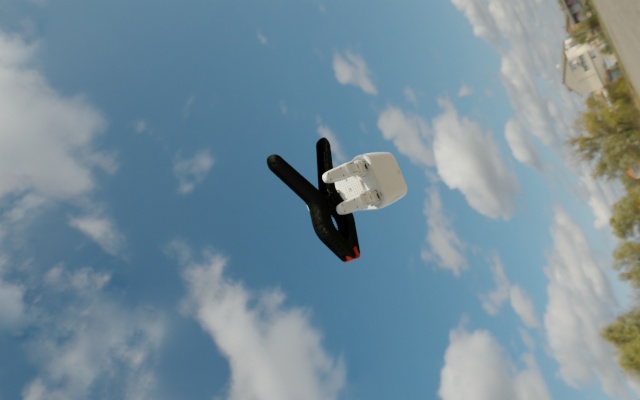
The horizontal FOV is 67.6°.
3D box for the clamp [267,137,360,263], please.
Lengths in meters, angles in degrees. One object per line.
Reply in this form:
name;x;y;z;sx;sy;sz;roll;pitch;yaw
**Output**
clamp;0.000;0.003;0.754;0.036;0.210;0.164;-24;-4;35
